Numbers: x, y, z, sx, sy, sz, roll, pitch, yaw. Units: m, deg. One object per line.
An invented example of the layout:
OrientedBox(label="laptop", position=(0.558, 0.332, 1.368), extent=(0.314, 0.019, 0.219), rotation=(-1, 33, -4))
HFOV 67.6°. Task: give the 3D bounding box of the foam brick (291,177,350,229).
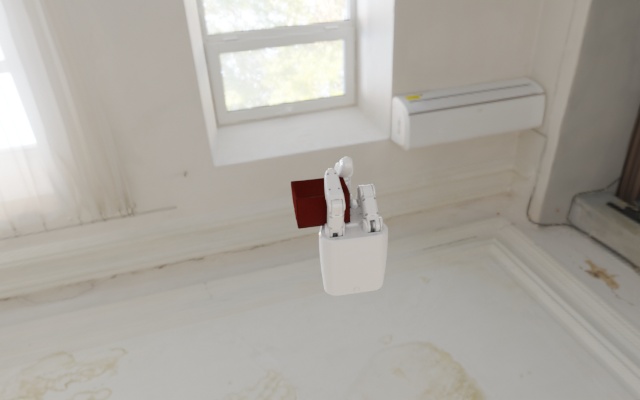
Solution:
OrientedBox(label="foam brick", position=(0.000, 0.002, 0.683), extent=(0.078, 0.051, 0.053), rotation=(-6, 32, -7))
